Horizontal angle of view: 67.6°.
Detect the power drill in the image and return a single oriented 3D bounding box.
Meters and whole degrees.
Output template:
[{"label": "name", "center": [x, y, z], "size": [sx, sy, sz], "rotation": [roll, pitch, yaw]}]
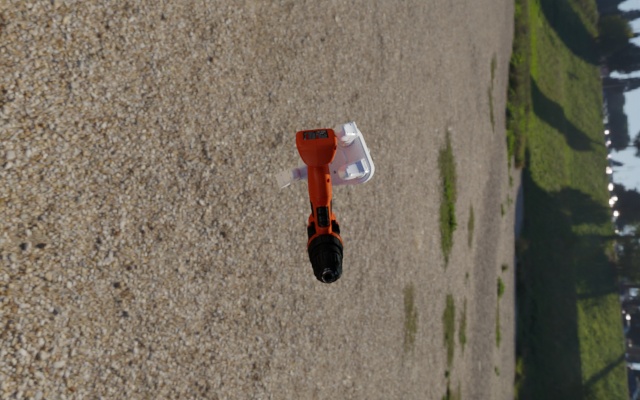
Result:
[{"label": "power drill", "center": [0.000, 0.002, 0.678], "size": [0.057, 0.188, 0.184], "rotation": [-4, 23, -3]}]
